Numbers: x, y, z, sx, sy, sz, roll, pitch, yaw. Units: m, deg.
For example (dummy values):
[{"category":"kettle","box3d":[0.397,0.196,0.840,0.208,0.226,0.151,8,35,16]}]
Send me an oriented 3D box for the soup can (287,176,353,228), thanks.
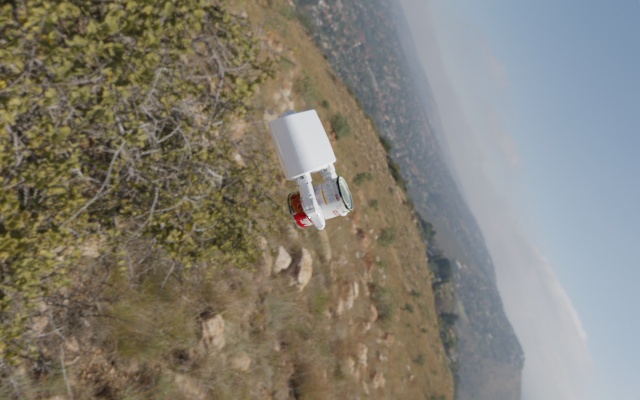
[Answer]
[{"category":"soup can","box3d":[0.001,0.003,0.867,0.102,0.068,0.068,-20,-6,17]}]
